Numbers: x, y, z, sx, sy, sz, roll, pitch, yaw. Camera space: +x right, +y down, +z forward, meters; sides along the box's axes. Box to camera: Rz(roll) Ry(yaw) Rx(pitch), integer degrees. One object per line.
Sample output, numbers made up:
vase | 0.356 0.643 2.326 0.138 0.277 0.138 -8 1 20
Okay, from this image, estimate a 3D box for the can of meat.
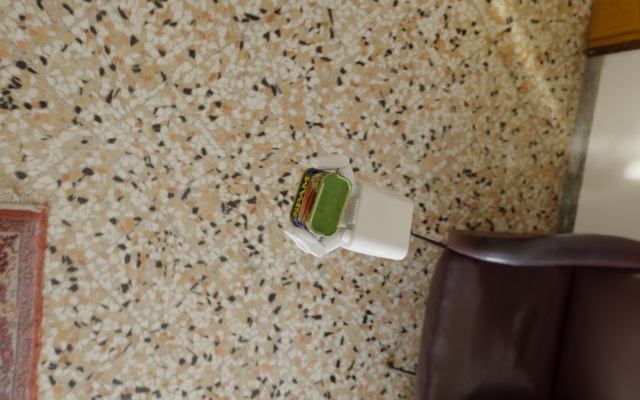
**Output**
can of meat | 0.000 0.002 0.749 0.057 0.102 0.084 18 0 -23
